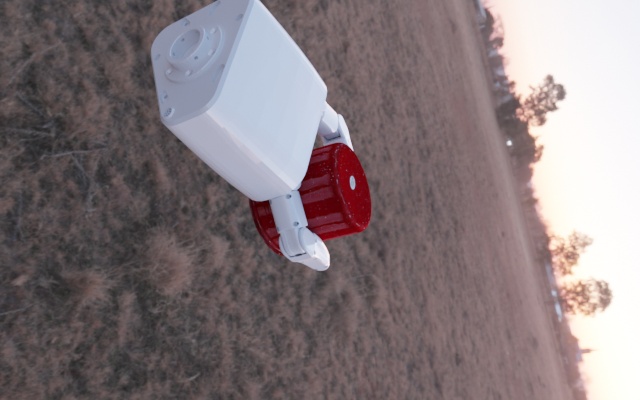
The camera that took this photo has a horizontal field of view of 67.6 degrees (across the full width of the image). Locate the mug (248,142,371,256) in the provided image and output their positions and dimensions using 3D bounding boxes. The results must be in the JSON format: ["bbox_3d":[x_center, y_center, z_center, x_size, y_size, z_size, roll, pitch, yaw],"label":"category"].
[{"bbox_3d":[0.001,0.002,0.440,0.081,0.093,0.117,-15,-30,23],"label":"mug"}]
